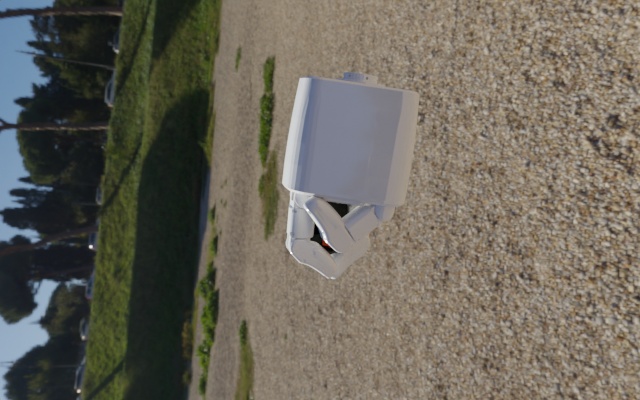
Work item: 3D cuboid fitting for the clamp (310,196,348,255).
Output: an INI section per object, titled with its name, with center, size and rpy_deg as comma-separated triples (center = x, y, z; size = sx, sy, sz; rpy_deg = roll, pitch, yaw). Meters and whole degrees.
[clamp]
center = 0.000, 0.002, 0.547
size = 0.039, 0.120, 0.171
rpy_deg = 5, 11, -19
